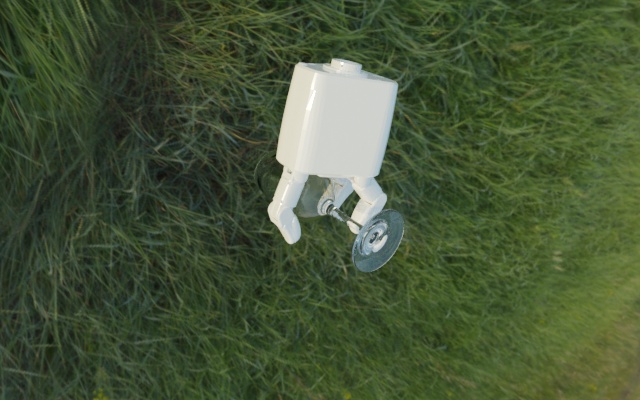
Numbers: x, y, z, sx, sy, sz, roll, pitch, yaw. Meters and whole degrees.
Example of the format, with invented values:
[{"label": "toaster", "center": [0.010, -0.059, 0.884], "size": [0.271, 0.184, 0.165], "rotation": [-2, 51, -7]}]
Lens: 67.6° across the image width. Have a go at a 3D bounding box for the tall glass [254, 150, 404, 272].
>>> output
[{"label": "tall glass", "center": [0.000, 0.002, 0.565], "size": [0.079, 0.079, 0.201], "rotation": [0, 24, -43]}]
